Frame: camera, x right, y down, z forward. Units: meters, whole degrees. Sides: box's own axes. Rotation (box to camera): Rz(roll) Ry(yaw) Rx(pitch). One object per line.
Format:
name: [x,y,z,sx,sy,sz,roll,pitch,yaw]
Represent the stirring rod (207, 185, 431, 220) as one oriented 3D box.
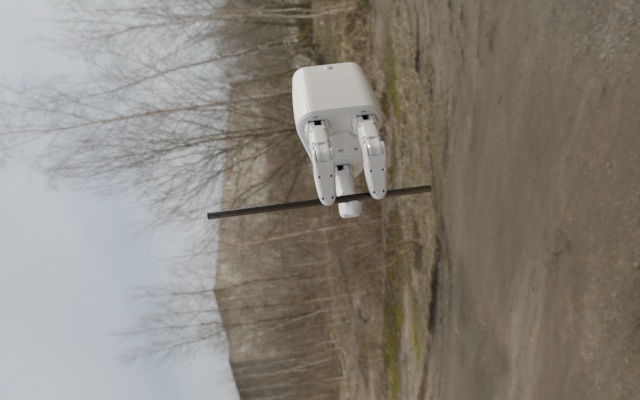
stirring rod: [0.000,0.002,0.512,0.239,0.011,0.011,-7,0,-3]
